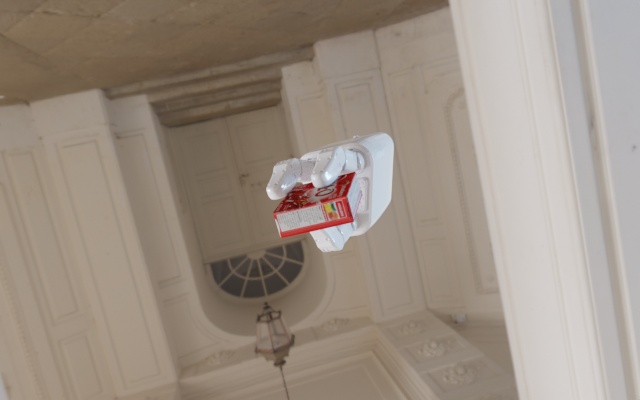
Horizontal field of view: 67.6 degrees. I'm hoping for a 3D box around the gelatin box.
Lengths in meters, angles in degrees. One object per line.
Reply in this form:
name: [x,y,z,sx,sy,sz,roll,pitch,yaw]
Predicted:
gelatin box: [0.000,0.002,0.478,0.073,0.030,0.089,-13,16,15]
